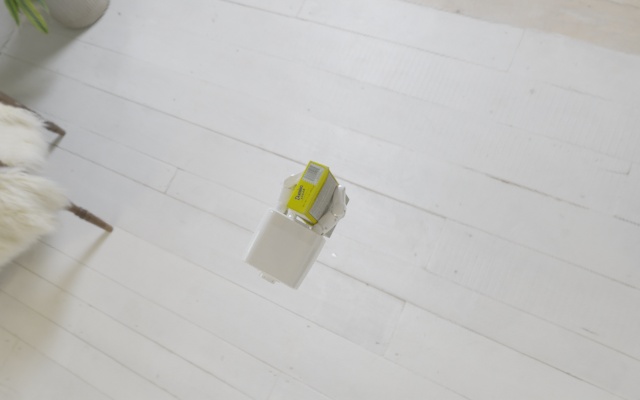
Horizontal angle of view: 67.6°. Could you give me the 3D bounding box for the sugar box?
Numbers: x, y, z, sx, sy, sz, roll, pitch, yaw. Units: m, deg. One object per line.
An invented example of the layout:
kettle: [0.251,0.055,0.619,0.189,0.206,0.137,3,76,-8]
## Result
sugar box: [0.000,0.003,0.880,0.048,0.093,0.176,25,-10,19]
